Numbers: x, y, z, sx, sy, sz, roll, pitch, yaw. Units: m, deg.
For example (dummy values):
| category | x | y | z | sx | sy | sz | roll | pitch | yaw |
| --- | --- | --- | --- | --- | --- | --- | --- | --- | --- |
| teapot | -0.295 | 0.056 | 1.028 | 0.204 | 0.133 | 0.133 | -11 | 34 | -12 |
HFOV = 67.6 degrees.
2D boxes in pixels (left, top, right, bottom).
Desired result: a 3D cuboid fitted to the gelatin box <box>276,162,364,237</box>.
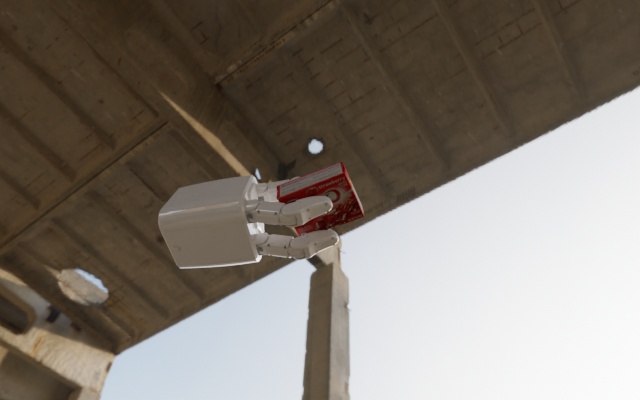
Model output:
| category | x | y | z | sx | sy | sz | roll | pitch | yaw |
| --- | --- | --- | --- | --- | --- | --- | --- | --- | --- |
| gelatin box | 0.000 | 0.002 | 0.588 | 0.089 | 0.073 | 0.030 | -21 | 36 | 8 |
